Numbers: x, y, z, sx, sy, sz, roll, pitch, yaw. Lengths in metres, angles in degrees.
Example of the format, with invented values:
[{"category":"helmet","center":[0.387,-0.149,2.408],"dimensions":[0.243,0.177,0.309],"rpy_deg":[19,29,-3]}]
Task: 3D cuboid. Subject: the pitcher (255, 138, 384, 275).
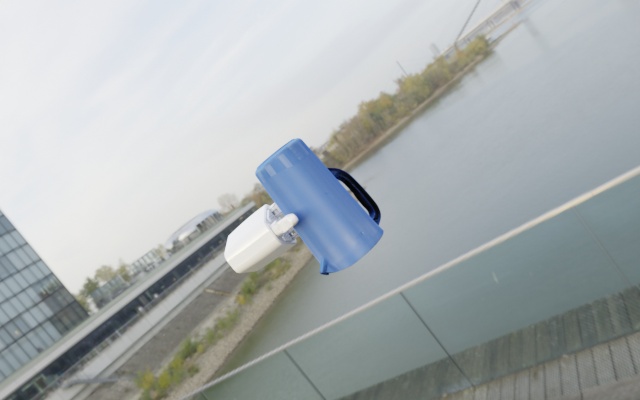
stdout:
[{"category":"pitcher","center":[0.000,0.003,0.885],"dimensions":[0.145,0.243,0.149],"rpy_deg":[-38,4,12]}]
